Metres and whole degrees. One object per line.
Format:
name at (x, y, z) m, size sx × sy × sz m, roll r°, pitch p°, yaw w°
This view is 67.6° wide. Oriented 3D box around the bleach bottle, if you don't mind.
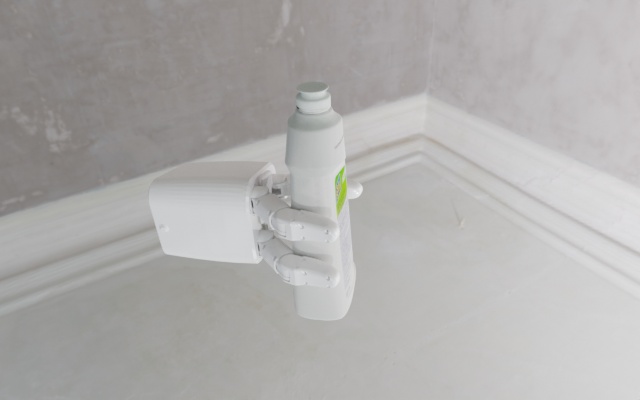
bleach bottle at (0.000, 0.002, 0.489) m, size 0.068 × 0.251 × 0.102 m, roll 2°, pitch 33°, yaw 8°
